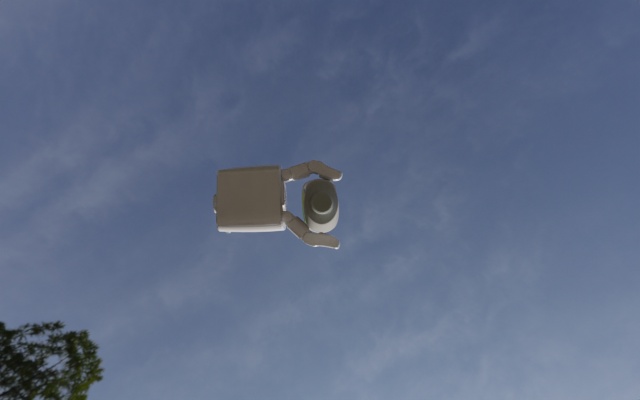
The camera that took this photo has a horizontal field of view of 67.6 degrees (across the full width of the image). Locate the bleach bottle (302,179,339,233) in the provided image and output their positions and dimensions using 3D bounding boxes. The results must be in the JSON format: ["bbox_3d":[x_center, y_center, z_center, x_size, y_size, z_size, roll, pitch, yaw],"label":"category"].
[{"bbox_3d":[0.000,0.003,0.800,0.068,0.102,0.251,-3,-4,-1],"label":"bleach bottle"}]
